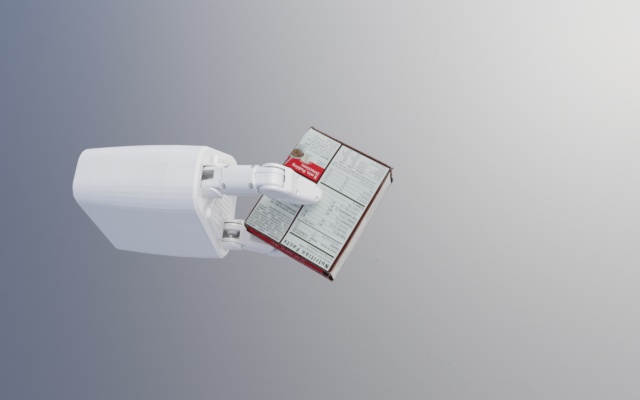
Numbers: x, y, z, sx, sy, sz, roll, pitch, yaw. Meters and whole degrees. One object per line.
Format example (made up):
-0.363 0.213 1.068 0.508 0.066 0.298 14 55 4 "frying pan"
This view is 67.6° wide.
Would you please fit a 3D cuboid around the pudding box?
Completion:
0.000 0.001 0.427 0.090 0.113 0.039 29 -12 14 "pudding box"
